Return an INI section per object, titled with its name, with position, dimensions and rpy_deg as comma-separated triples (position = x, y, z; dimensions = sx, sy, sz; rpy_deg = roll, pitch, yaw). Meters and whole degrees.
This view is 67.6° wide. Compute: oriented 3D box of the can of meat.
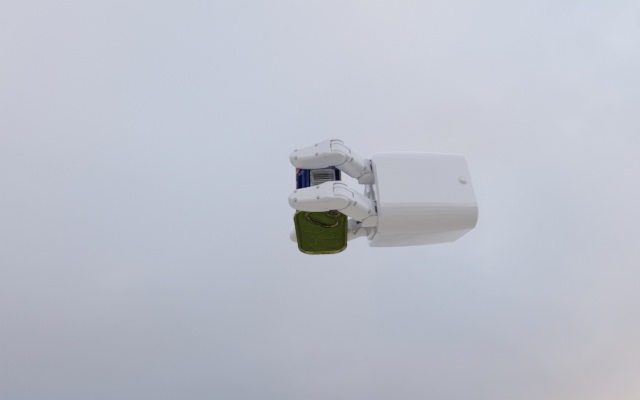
[can of meat]
position = 0.000, 0.002, 0.547
dimensions = 0.057, 0.084, 0.102
rpy_deg = -3, -33, 1
